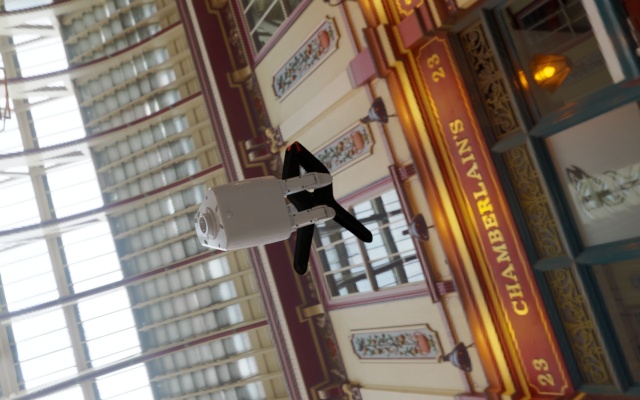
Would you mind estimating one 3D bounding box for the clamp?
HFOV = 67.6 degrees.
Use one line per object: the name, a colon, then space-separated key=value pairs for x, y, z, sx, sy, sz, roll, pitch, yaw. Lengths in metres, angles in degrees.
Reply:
clamp: x=-0.001 y=0.002 z=0.786 sx=0.164 sy=0.210 sz=0.036 roll=-11 pitch=-10 yaw=-38
